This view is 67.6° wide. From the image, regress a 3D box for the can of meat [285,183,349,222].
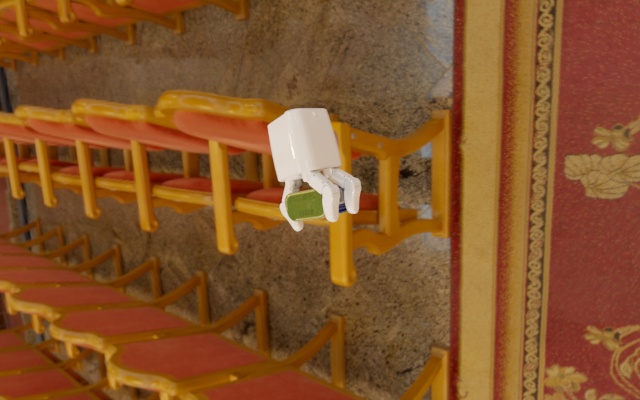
[{"bbox_3d":[0.000,0.003,0.843,0.102,0.057,0.084,-10,1,42],"label":"can of meat"}]
